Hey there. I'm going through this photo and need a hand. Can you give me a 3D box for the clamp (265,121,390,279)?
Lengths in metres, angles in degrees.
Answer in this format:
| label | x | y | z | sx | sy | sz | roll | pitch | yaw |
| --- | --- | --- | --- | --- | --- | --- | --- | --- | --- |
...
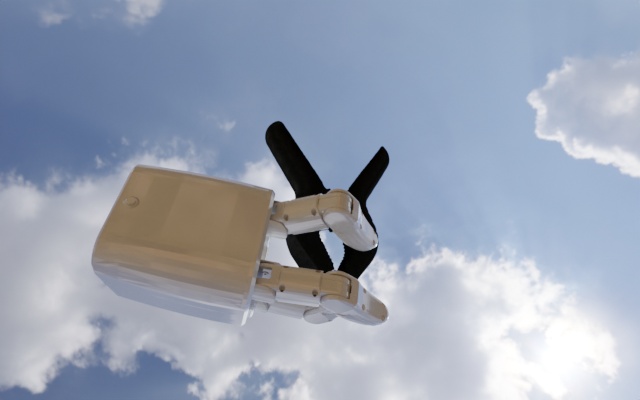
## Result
| label | x | y | z | sx | sy | sz | roll | pitch | yaw |
| --- | --- | --- | --- | --- | --- | --- | --- | --- | --- |
| clamp | 0.000 | 0.002 | 0.405 | 0.120 | 0.171 | 0.039 | 14 | -41 | -7 |
